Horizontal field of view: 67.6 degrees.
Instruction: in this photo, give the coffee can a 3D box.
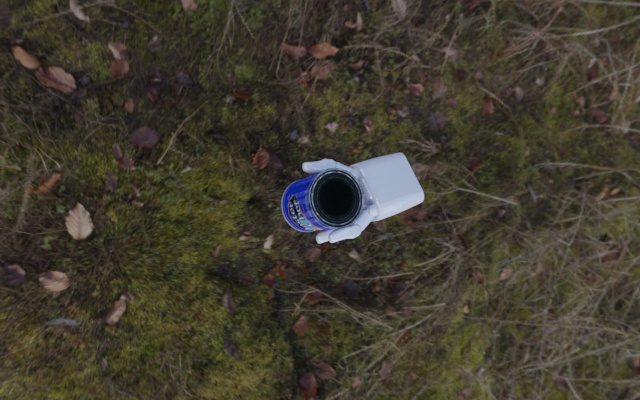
[{"bbox_3d":[0.000,0.003,0.856,0.103,0.103,0.140,0,-6,-24],"label":"coffee can"}]
